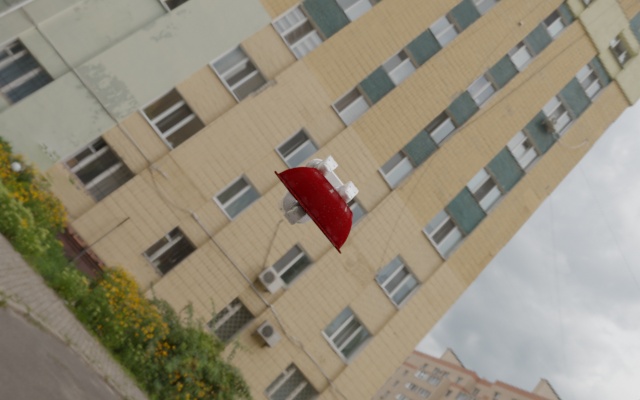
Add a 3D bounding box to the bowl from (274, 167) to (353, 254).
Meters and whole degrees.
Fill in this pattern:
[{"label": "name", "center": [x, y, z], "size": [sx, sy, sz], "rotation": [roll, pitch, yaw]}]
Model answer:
[{"label": "bowl", "center": [0.001, 0.002, 0.727], "size": [0.055, 0.162, 0.162], "rotation": [-39, 1, -1]}]
